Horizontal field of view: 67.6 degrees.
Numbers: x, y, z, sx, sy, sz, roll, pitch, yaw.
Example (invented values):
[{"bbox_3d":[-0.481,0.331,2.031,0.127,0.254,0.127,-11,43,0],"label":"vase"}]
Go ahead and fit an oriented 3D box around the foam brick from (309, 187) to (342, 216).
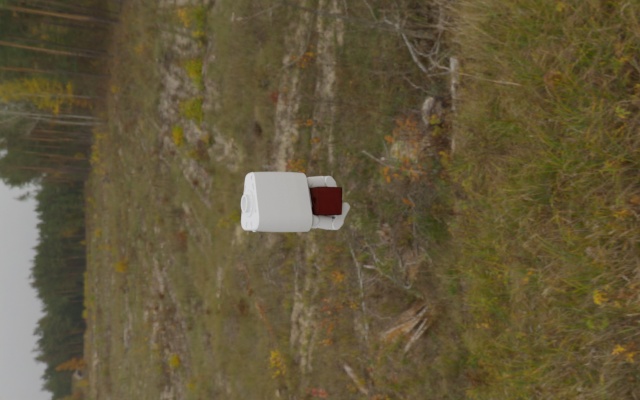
[{"bbox_3d":[0.000,0.003,0.899,0.051,0.053,0.078,2,-5,-28],"label":"foam brick"}]
